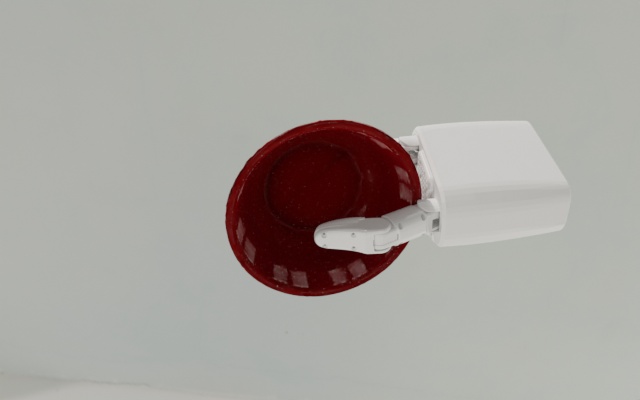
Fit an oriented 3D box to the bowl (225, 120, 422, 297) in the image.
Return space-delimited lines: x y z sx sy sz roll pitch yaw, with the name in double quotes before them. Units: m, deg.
"bowl" -0.001 0.001 0.404 0.162 0.162 0.055 0 28 -15
